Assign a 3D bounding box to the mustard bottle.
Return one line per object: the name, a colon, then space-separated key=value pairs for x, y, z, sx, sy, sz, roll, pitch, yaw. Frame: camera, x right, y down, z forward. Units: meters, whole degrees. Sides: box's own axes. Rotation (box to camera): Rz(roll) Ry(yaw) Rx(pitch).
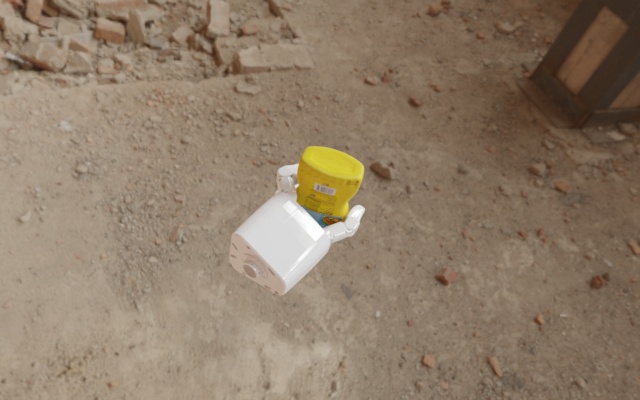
mustard bottle: x=0.000 y=0.002 z=0.767 sx=0.096 sy=0.058 sz=0.192 roll=17 pitch=-41 yaw=-1
